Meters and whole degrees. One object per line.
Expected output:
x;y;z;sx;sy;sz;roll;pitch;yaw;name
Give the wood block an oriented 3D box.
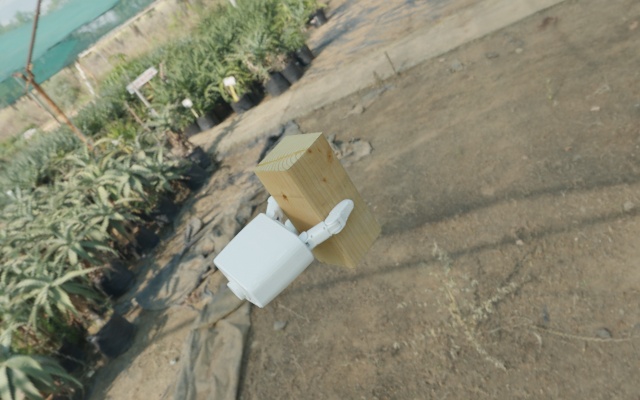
0.000;0.003;0.763;0.091;0.206;0.090;4;46;48;wood block
